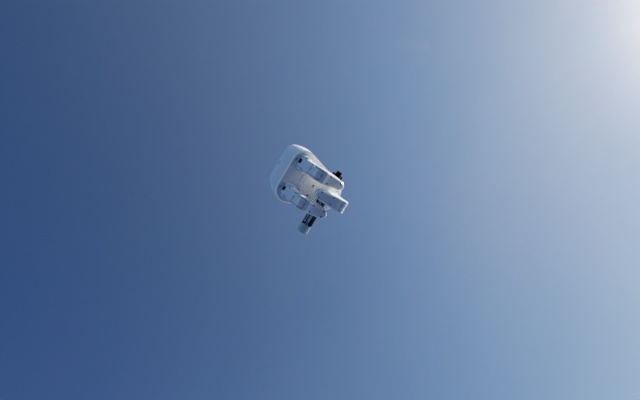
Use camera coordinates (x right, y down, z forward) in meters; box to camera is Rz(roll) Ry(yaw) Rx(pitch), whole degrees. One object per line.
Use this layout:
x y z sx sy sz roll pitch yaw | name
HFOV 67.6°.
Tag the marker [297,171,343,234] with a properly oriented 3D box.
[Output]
0.000 0.003 0.810 0.020 0.121 0.020 32 5 -3 | marker
